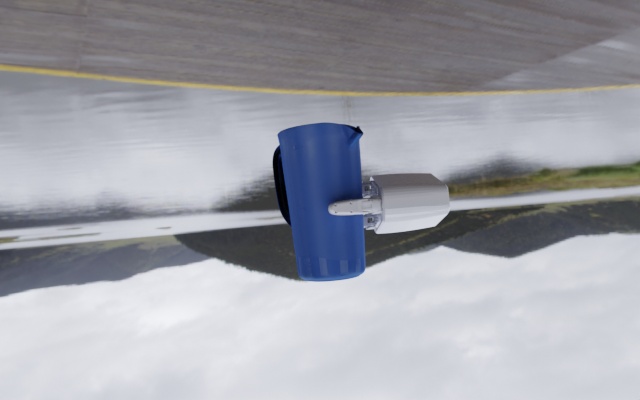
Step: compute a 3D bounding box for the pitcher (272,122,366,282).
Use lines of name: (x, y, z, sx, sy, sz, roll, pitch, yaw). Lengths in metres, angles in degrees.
pitcher: (0.000, 0.003, 0.771, 0.145, 0.243, 0.149, -5, -2, -5)
